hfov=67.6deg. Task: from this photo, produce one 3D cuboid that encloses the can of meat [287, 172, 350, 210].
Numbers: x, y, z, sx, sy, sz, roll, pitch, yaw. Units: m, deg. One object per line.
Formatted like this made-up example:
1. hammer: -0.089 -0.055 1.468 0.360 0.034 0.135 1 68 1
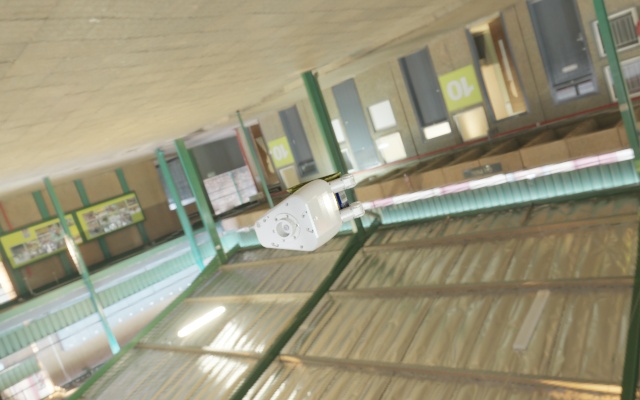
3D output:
1. can of meat: 0.000 0.003 0.882 0.102 0.084 0.057 -16 7 21
